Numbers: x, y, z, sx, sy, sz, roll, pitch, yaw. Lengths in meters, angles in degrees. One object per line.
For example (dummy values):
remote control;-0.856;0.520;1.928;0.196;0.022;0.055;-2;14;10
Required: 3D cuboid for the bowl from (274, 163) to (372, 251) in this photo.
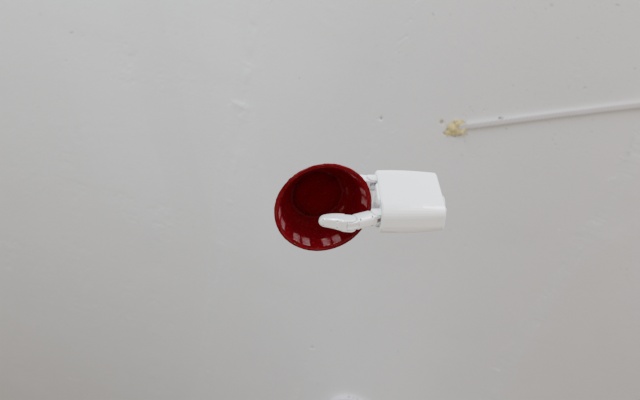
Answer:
bowl;-0.001;0.002;0.790;0.162;0.162;0.055;0;28;-14
